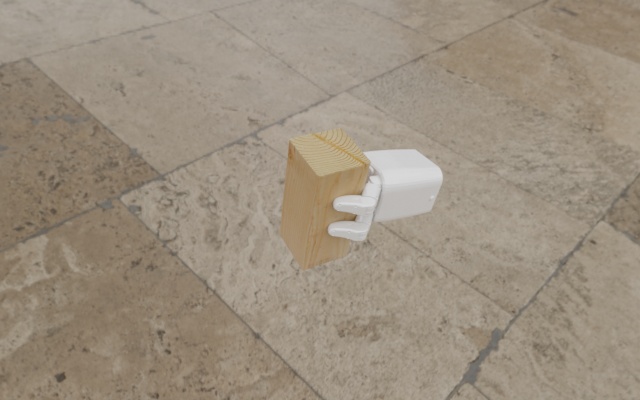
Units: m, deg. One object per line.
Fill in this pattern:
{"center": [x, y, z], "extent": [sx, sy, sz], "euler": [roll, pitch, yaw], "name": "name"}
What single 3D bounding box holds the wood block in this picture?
{"center": [0.000, 0.002, 0.747], "extent": [0.090, 0.206, 0.090], "euler": [-16, 49, -25], "name": "wood block"}
